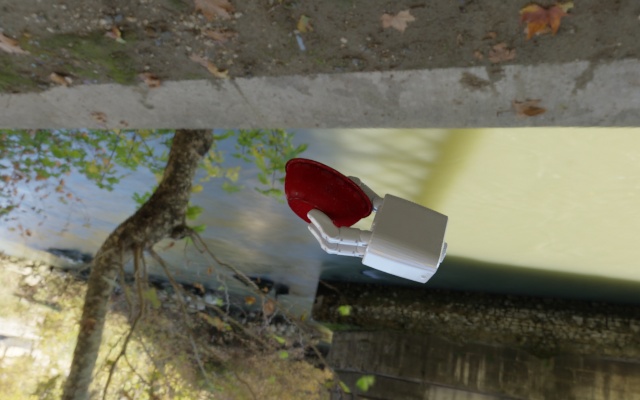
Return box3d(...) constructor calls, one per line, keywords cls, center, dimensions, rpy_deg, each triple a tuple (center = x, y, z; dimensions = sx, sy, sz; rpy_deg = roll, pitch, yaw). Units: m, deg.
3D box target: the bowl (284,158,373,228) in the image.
box3d(cls="bowl", center=(-0.001, 0.002, 0.769), dimensions=(0.162, 0.055, 0.162), rpy_deg=(27, -21, 11))
